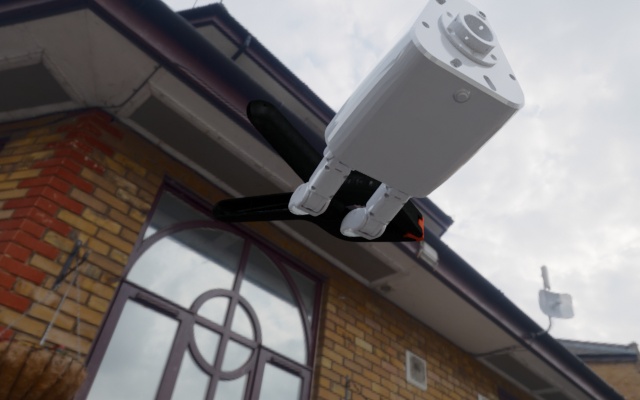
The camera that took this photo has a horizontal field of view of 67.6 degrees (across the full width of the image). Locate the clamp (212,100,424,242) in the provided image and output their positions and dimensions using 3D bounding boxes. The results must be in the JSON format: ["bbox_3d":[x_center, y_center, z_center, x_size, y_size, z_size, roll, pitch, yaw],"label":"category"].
[{"bbox_3d":[0.001,0.001,0.465,0.210,0.036,0.165,23,-40,-17],"label":"clamp"}]
